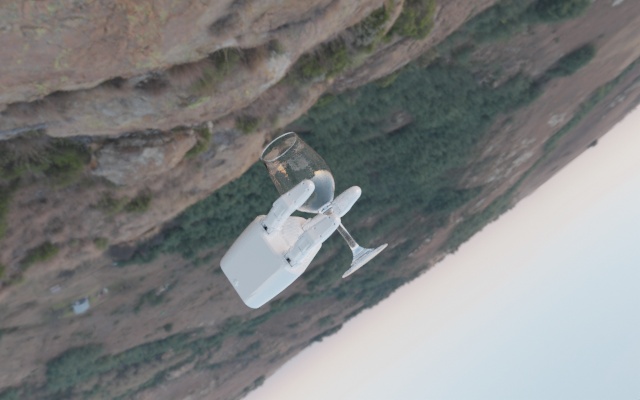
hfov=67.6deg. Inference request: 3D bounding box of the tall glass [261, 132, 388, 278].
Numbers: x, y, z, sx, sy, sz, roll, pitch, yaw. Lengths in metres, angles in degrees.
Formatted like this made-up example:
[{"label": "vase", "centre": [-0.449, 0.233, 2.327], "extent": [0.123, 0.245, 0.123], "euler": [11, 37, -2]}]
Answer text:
[{"label": "tall glass", "centre": [0.001, 0.003, 0.649], "extent": [0.079, 0.201, 0.079], "euler": [-35, -12, -9]}]
